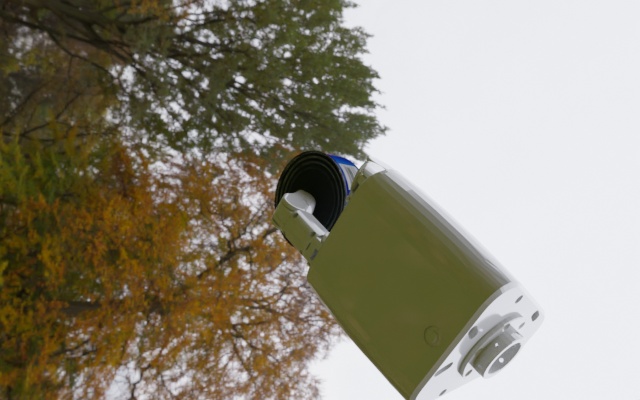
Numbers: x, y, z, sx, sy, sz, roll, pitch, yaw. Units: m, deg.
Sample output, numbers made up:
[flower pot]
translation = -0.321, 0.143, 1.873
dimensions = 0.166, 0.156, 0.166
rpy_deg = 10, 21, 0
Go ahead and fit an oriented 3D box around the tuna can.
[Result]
[tuna can]
translation = 0.000, 0.001, 0.415
dimensions = 0.086, 0.086, 0.034
rpy_deg = 0, -4, 44
